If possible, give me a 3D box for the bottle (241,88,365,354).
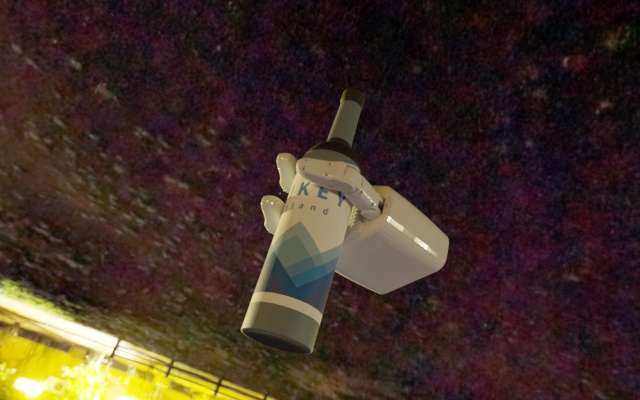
[{"bbox_3d":[0.000,0.002,0.492,0.069,0.295,0.069,14,-28,7],"label":"bottle"}]
